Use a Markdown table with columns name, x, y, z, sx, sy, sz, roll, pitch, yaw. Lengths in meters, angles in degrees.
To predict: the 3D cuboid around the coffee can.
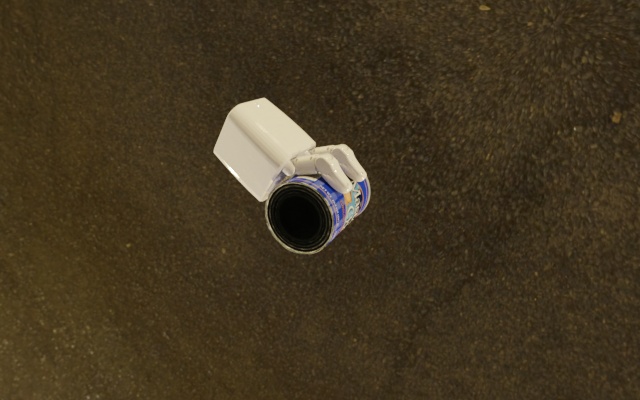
| name | x | y | z | sx | sy | sz | roll | pitch | yaw |
| --- | --- | --- | --- | --- | --- | --- | --- | --- | --- |
| coffee can | 0.000 | 0.002 | 0.684 | 0.103 | 0.103 | 0.140 | 0 | 18 | 26 |
